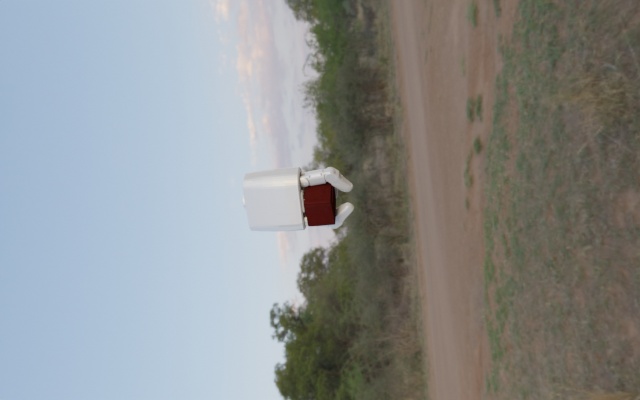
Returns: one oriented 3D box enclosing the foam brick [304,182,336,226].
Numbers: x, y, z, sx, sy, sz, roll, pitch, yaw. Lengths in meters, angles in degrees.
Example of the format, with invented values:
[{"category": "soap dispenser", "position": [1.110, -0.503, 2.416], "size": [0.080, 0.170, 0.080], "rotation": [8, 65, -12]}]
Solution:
[{"category": "foam brick", "position": [0.000, 0.003, 0.870], "size": [0.051, 0.053, 0.078], "rotation": [-5, 37, 6]}]
